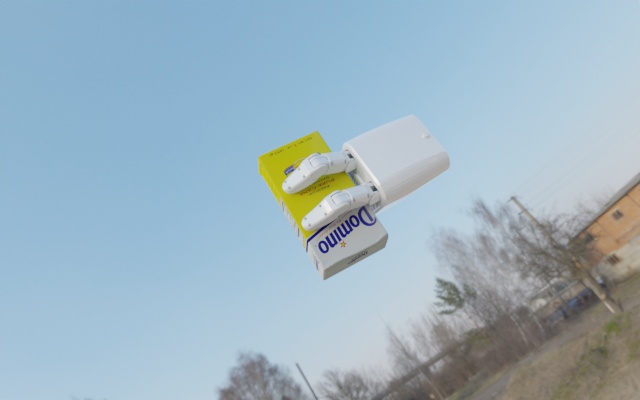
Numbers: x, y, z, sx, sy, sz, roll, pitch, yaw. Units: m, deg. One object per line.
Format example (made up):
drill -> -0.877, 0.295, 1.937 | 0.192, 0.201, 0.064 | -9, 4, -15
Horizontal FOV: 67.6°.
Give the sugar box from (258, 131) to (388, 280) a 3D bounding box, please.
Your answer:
sugar box -> 0.000, 0.002, 0.604 | 0.093, 0.176, 0.048 | -27, -26, -15
